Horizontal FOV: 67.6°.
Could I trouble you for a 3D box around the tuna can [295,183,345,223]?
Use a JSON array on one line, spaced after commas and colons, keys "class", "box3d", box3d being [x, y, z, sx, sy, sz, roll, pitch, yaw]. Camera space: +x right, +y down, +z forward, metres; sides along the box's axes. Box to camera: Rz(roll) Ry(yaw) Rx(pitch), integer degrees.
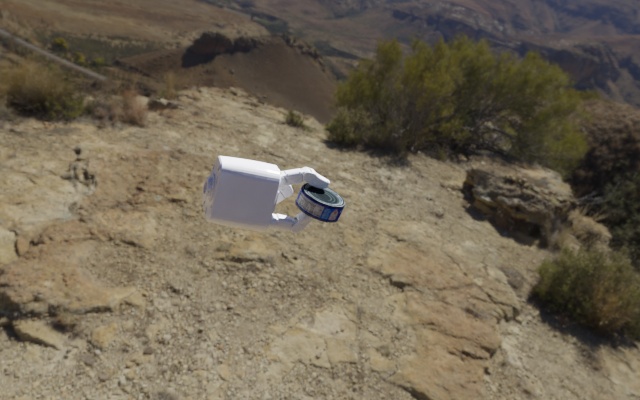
[{"class": "tuna can", "box3d": [0.000, 0.002, 0.854, 0.086, 0.034, 0.086, 21, 21, -9]}]
